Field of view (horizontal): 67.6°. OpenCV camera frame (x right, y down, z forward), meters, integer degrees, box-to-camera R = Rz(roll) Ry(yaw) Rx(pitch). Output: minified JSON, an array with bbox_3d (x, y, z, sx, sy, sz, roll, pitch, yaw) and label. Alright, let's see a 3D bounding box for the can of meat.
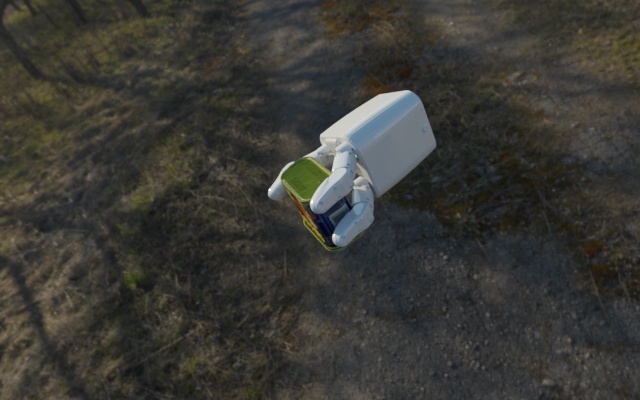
[{"bbox_3d":[0.000,0.002,0.595,0.057,0.084,0.102,-35,35,-8],"label":"can of meat"}]
